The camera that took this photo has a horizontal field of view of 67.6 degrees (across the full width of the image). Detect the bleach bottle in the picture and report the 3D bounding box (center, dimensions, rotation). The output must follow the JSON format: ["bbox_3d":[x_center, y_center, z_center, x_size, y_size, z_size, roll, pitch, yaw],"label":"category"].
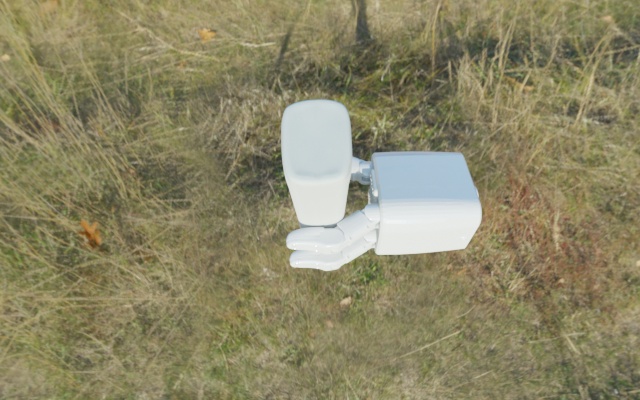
[{"bbox_3d":[0.000,0.002,0.557,0.068,0.102,0.251,-2,-28,1],"label":"bleach bottle"}]
